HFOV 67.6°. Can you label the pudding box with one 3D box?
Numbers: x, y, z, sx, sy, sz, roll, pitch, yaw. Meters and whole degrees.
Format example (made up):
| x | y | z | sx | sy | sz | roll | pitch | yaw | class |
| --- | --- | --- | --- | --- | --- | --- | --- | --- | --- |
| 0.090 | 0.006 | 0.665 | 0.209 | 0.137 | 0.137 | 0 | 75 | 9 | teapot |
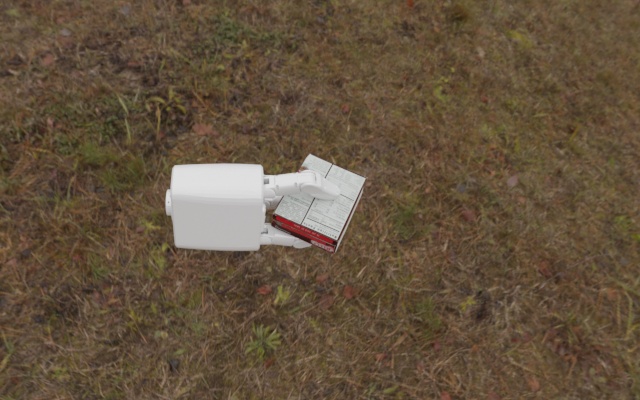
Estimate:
| x | y | z | sx | sy | sz | roll | pitch | yaw | class |
| --- | --- | --- | --- | --- | --- | --- | --- | --- | --- |
| 0.000 | 0.002 | 0.620 | 0.090 | 0.113 | 0.039 | 24 | -32 | 5 | pudding box |
